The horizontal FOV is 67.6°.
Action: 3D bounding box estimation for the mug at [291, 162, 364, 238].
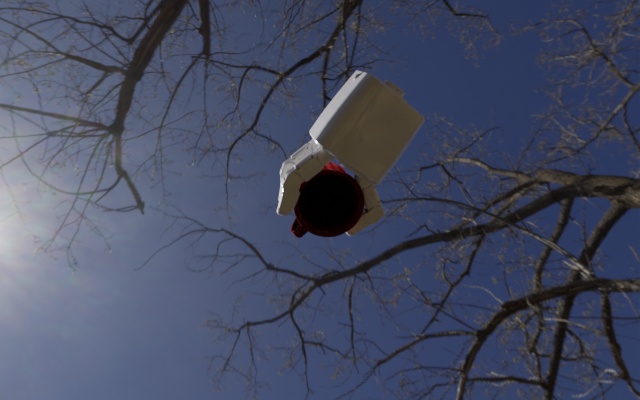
[{"bbox_3d":[-0.001,0.003,0.662,0.093,0.117,0.081,35,11,-15],"label":"mug"}]
